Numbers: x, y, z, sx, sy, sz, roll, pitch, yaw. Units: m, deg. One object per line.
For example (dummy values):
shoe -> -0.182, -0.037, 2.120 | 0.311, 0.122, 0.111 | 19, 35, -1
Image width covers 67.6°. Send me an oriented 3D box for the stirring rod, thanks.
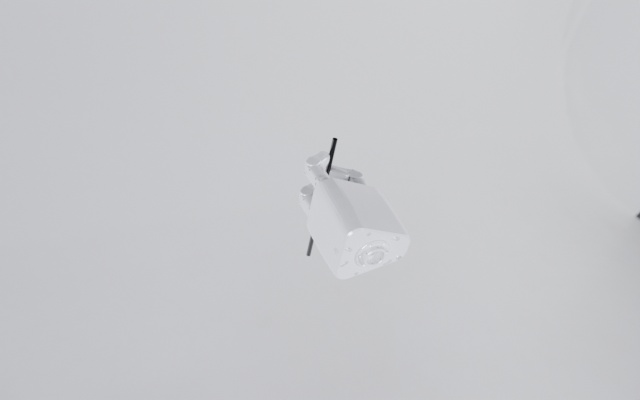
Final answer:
stirring rod -> 0.000, 0.003, 0.785 | 0.011, 0.240, 0.011 | 8, 36, -6
